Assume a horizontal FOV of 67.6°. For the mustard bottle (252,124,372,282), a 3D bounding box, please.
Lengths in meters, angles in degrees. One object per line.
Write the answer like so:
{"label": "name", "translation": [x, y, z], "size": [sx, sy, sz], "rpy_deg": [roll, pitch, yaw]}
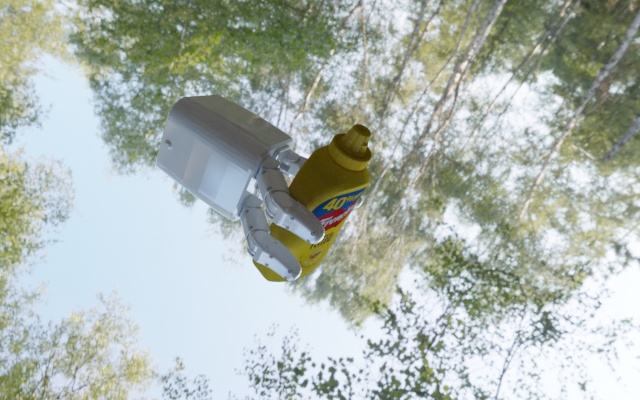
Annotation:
{"label": "mustard bottle", "translation": [0.000, 0.002, 0.491], "size": [0.096, 0.192, 0.058], "rpy_deg": [-16, 56, -44]}
